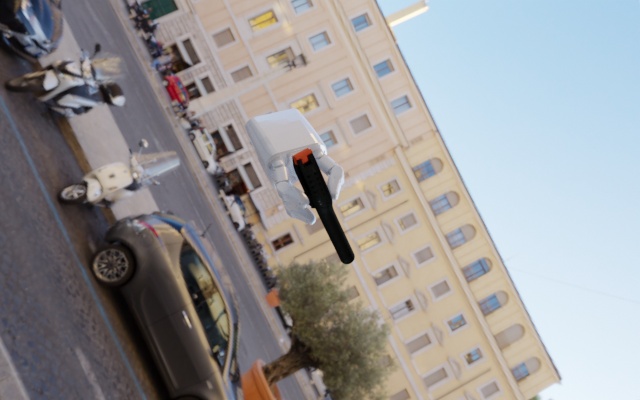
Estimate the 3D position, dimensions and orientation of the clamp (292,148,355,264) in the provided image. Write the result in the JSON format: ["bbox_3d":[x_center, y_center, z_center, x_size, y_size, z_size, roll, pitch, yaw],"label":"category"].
[{"bbox_3d":[0.001,0.002,0.760,0.036,0.164,0.210,-29,-33,-8],"label":"clamp"}]
